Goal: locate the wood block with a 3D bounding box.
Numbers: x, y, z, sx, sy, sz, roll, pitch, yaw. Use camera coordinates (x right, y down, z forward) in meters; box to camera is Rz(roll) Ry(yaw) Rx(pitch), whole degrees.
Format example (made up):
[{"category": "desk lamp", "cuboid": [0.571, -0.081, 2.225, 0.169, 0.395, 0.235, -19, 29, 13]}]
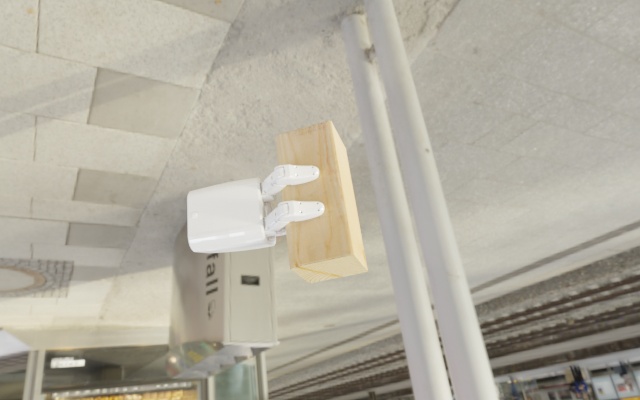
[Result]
[{"category": "wood block", "cuboid": [0.000, 0.003, 0.689, 0.090, 0.206, 0.091, -14, -25, 12]}]
